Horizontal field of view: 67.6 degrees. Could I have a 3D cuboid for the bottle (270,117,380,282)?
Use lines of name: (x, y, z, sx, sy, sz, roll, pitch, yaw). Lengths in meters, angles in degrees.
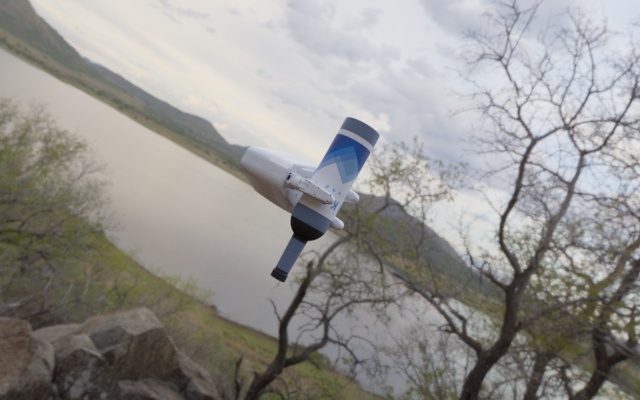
bottle: (0.000, 0.002, 0.805, 0.069, 0.295, 0.069, 29, -3, 2)
